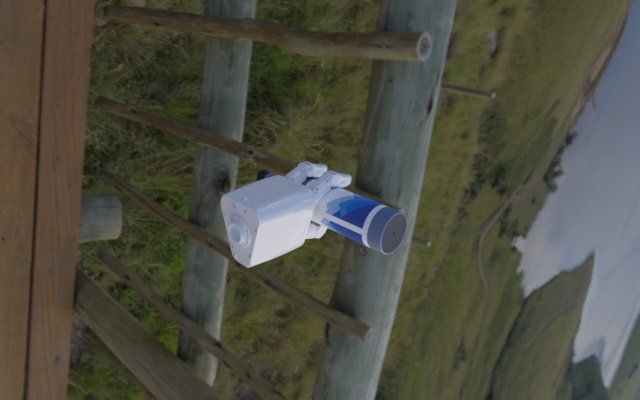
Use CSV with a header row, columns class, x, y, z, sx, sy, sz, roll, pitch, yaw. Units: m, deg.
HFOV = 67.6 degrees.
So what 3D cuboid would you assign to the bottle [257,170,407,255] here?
class,x,y,z,sx,sy,sz,roll,pitch,yaw
bottle,0.000,0.003,0.783,0.295,0.069,0.069,23,15,38
